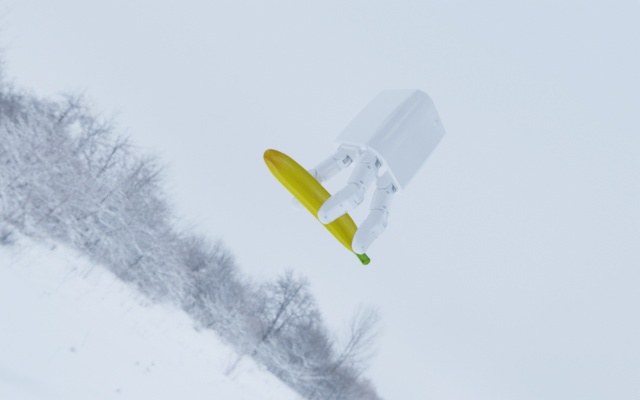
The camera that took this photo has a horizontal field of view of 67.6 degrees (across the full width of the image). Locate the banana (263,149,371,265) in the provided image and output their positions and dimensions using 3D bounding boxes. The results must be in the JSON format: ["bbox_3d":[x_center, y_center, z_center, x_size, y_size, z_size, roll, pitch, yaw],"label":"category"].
[{"bbox_3d":[-0.003,0.001,0.610,0.198,0.037,0.069,46,-3,-20],"label":"banana"}]
